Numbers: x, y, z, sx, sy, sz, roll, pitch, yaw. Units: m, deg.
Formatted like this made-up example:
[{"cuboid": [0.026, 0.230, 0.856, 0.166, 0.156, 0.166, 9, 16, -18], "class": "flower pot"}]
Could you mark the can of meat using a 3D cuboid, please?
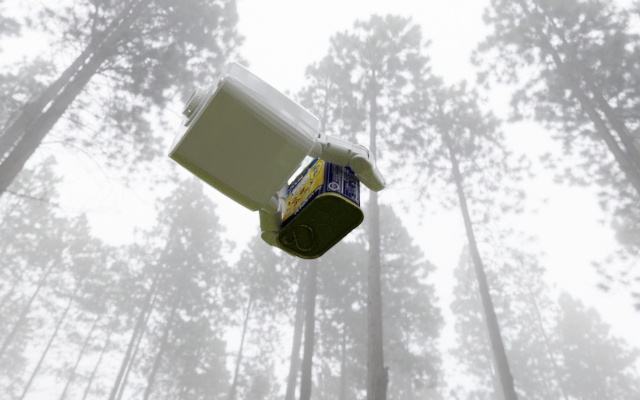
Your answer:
[{"cuboid": [0.000, 0.001, 0.525, 0.057, 0.083, 0.102, 30, -51, -23], "class": "can of meat"}]
